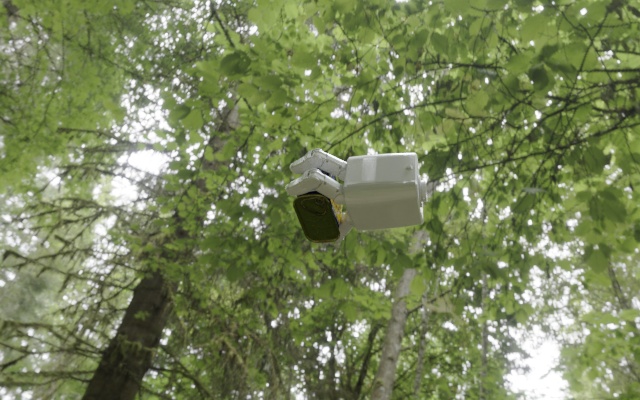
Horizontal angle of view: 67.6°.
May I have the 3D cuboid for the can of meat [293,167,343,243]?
[{"bbox_3d":[0.000,0.002,0.760,0.057,0.102,0.084,-6,42,16],"label":"can of meat"}]
